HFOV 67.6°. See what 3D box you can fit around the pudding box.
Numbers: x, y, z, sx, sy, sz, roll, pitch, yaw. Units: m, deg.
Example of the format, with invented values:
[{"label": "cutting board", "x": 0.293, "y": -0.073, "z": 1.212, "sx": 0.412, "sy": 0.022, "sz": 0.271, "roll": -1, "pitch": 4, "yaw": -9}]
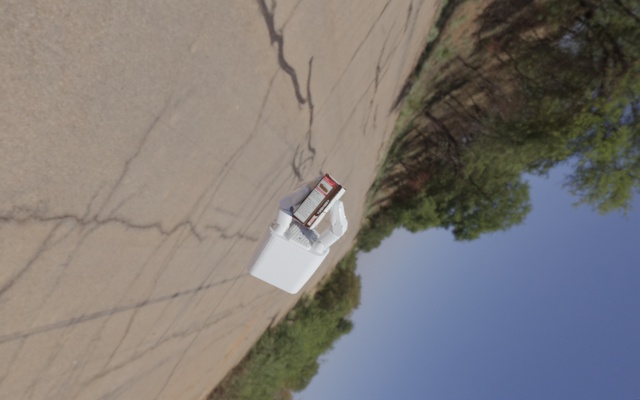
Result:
[{"label": "pudding box", "x": 0.000, "y": 0.003, "z": 0.795, "sx": 0.039, "sy": 0.090, "sz": 0.113, "roll": 39, "pitch": 2, "yaw": 4}]
